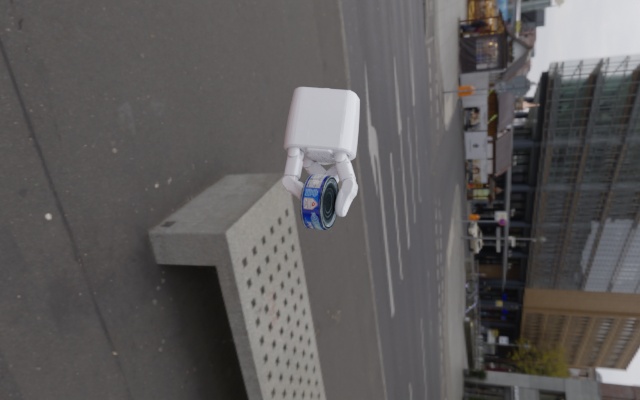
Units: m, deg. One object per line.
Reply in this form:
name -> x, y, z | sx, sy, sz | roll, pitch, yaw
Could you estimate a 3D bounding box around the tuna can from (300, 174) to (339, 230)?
tuna can -> 0.001, 0.003, 0.736 | 0.034, 0.086, 0.086 | 5, 2, 20
